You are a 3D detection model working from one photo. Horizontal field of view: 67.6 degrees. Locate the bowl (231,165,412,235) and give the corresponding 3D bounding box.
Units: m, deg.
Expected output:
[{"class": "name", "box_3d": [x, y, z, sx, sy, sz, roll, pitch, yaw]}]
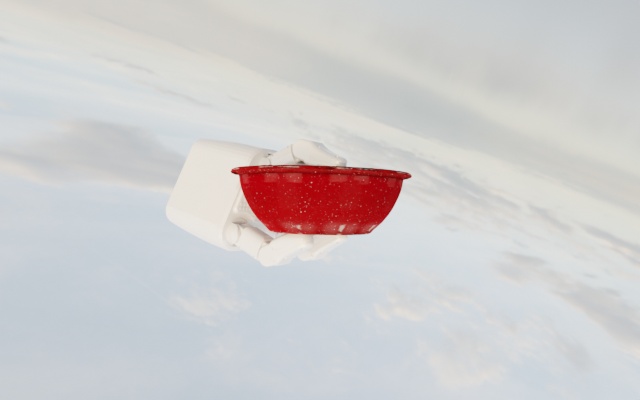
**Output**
[{"class": "bowl", "box_3d": [0.001, 0.002, 0.430, 0.162, 0.055, 0.162, 1, -1, 0]}]
